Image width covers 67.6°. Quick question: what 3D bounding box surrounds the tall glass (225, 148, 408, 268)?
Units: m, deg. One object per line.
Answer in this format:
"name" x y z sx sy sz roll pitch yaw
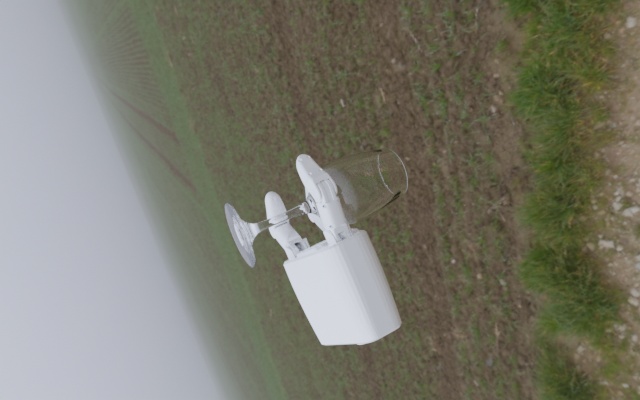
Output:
"tall glass" -0.001 0.002 0.539 0.201 0.079 0.079 -23 8 -20
